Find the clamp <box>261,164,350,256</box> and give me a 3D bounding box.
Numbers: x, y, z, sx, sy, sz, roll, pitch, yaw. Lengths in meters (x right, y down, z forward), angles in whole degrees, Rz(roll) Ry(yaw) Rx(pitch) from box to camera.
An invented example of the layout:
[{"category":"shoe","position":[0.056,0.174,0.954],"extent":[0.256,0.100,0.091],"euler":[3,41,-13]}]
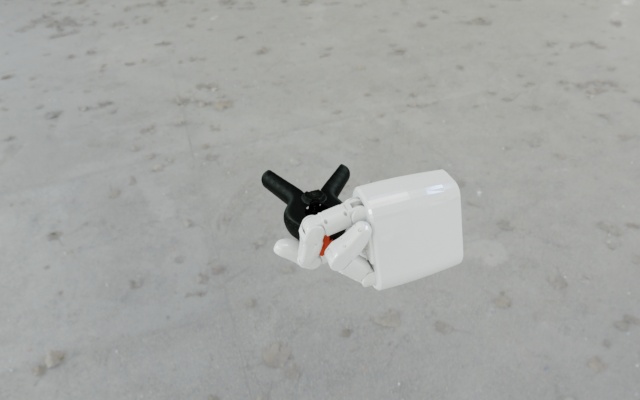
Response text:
[{"category":"clamp","position":[0.000,0.002,0.600],"extent":[0.120,0.039,0.171],"euler":[-15,39,-11]}]
